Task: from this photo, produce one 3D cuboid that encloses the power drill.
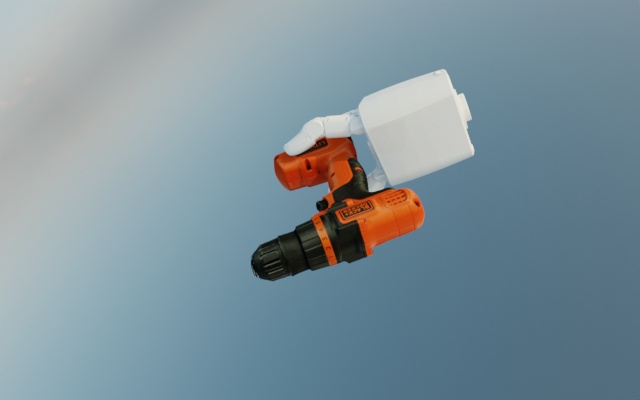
[{"bbox_3d":[0.000,0.001,0.543,0.184,0.057,0.187,-19,37,-5],"label":"power drill"}]
